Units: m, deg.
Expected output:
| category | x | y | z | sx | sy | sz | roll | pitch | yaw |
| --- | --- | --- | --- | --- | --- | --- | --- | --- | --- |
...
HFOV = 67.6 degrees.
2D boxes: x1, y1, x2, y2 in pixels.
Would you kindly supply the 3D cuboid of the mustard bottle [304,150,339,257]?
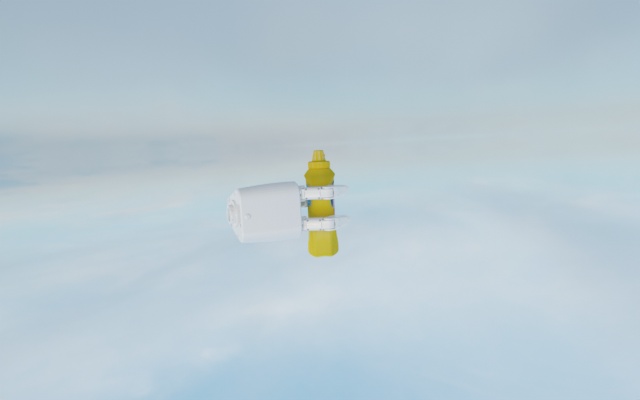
| category | x | y | z | sx | sy | sz | roll | pitch | yaw |
| --- | --- | --- | --- | --- | --- | --- | --- | --- | --- |
| mustard bottle | 0.000 | 0.003 | 0.885 | 0.058 | 0.191 | 0.096 | -3 | 7 | 2 |
